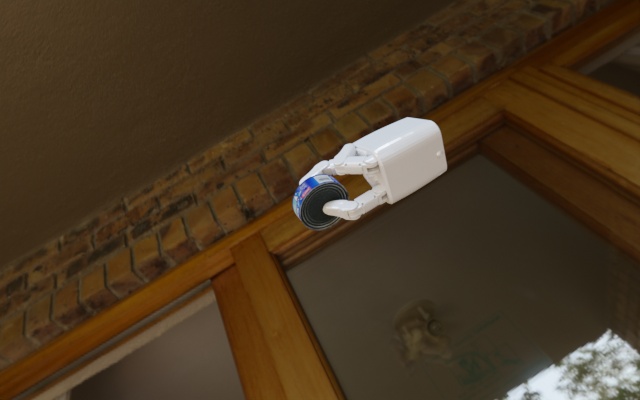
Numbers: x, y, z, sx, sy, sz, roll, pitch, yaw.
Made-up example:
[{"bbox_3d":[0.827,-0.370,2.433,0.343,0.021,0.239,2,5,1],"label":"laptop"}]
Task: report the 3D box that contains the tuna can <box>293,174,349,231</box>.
[{"bbox_3d":[0.000,0.002,0.749,0.086,0.086,0.033,0,29,-31],"label":"tuna can"}]
